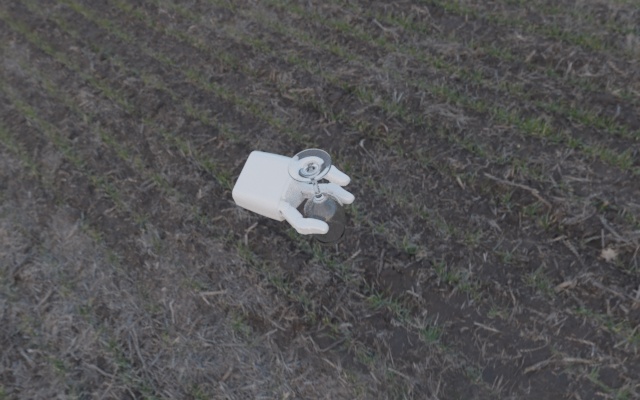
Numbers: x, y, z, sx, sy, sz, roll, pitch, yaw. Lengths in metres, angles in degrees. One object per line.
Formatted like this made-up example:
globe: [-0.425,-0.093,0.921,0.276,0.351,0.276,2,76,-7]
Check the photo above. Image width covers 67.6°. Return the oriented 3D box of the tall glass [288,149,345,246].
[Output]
tall glass: [0.000,0.002,0.861,0.079,0.079,0.201,0,-38,14]
